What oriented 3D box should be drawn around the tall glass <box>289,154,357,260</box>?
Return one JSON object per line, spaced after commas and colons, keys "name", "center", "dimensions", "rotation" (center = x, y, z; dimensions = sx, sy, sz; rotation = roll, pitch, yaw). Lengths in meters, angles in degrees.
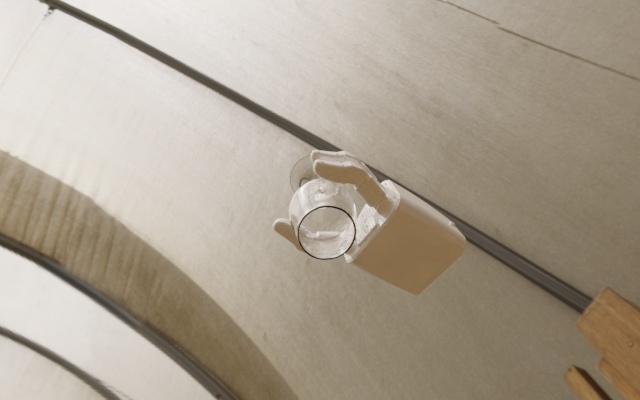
{"name": "tall glass", "center": [0.000, 0.002, 0.589], "dimensions": [0.079, 0.079, 0.201], "rotation": [0, 19, -4]}
